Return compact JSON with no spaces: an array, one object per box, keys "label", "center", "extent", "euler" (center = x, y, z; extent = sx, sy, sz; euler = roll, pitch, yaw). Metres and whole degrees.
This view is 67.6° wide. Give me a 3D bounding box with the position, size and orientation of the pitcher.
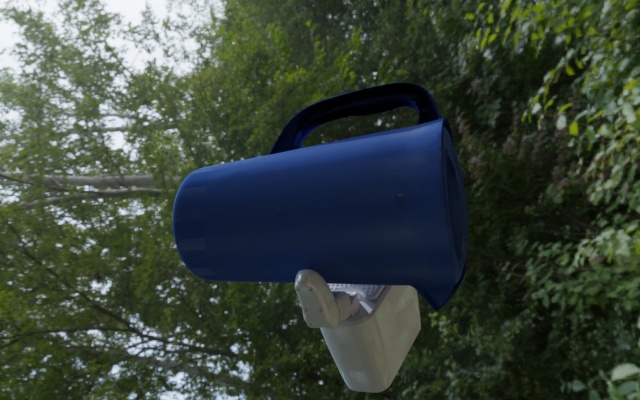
[{"label":"pitcher","center":[0.000,0.002,0.417],"extent":[0.243,0.145,0.149],"euler":[-5,34,21]}]
